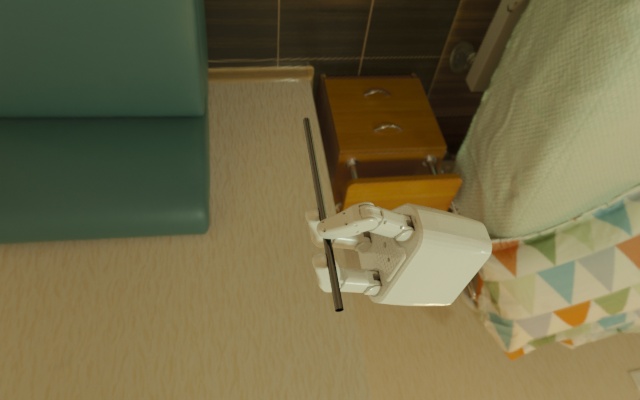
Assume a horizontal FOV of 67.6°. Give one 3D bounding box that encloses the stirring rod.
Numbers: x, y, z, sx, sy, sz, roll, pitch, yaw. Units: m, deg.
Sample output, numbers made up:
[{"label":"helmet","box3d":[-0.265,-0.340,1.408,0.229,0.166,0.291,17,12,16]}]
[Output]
[{"label":"stirring rod","box3d":[0.000,0.002,0.499,0.011,0.239,0.011,-7,-35,-5]}]
